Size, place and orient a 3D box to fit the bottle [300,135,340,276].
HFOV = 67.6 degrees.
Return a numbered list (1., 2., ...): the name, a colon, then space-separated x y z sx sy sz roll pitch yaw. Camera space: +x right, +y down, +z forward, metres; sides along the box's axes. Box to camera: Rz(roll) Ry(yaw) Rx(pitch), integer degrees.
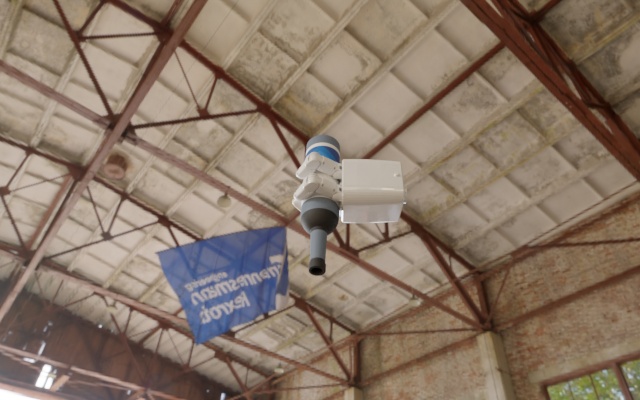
1. bottle: 0.000 0.003 0.844 0.069 0.295 0.069 2 -43 1
